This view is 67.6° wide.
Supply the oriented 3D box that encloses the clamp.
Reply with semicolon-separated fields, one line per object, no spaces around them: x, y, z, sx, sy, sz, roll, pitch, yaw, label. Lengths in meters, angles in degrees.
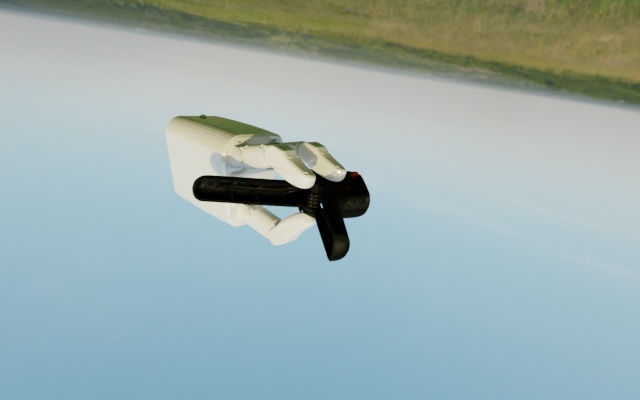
0.000;0.002;0.492;0.164;0.036;0.210;26;22;30;clamp
